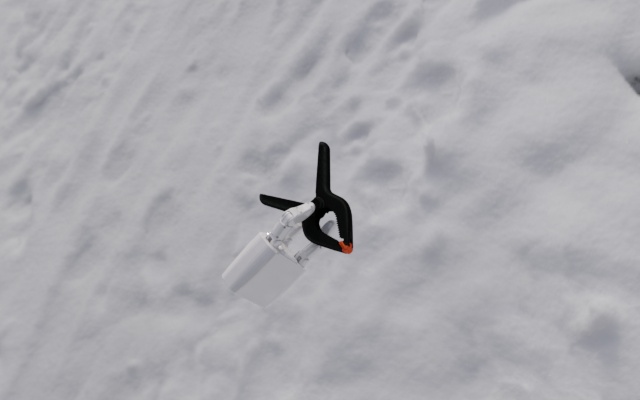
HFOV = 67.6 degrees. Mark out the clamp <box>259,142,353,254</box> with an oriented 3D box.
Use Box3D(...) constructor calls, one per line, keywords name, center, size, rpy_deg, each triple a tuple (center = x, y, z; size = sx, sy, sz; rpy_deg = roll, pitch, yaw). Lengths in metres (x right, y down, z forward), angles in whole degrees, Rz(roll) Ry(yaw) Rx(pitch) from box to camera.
Box3D(name="clamp", center=(0.000, 0.003, 0.843), size=(0.210, 0.164, 0.036), rpy_deg=(47, 7, 30))
